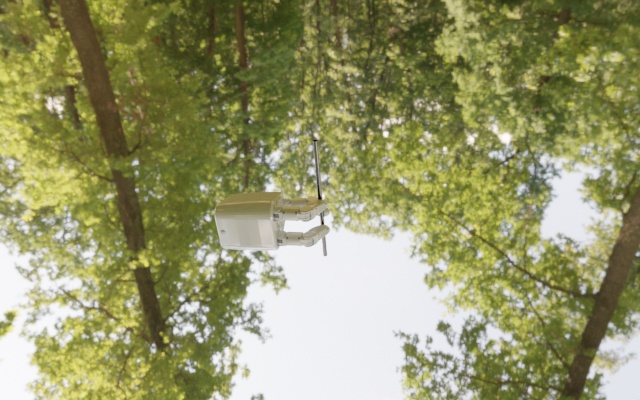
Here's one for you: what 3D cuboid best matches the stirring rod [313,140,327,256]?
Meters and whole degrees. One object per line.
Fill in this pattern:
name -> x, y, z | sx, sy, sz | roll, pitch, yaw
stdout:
stirring rod -> 0.000, 0.003, 0.863 | 0.011, 0.240, 0.011 | -4, 31, 2
